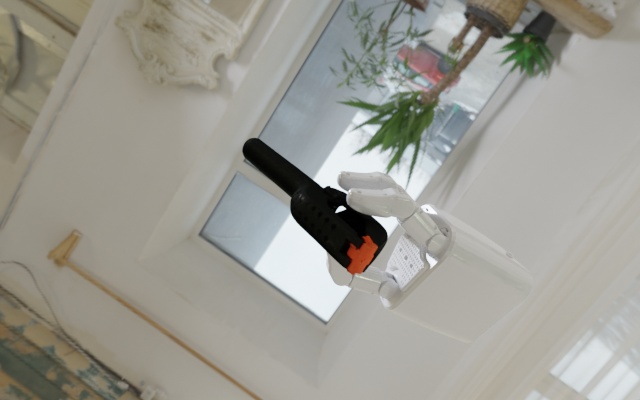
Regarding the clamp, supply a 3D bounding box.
[{"bbox_3d":[0.000,0.002,0.454,0.164,0.036,0.210,25,15,-15],"label":"clamp"}]
